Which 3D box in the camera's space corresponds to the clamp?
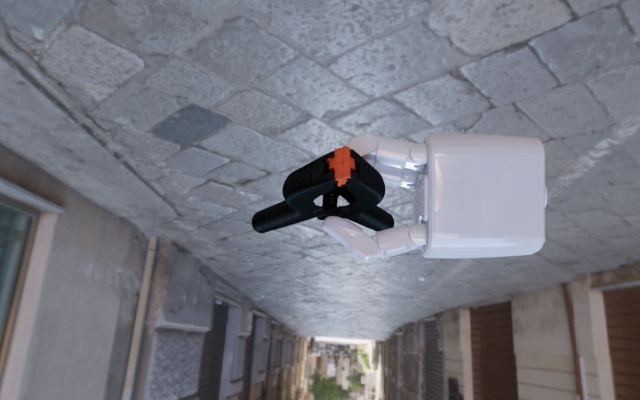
[{"bbox_3d":[0.000,0.002,0.473,0.164,0.036,0.210,-2,-17,2],"label":"clamp"}]
